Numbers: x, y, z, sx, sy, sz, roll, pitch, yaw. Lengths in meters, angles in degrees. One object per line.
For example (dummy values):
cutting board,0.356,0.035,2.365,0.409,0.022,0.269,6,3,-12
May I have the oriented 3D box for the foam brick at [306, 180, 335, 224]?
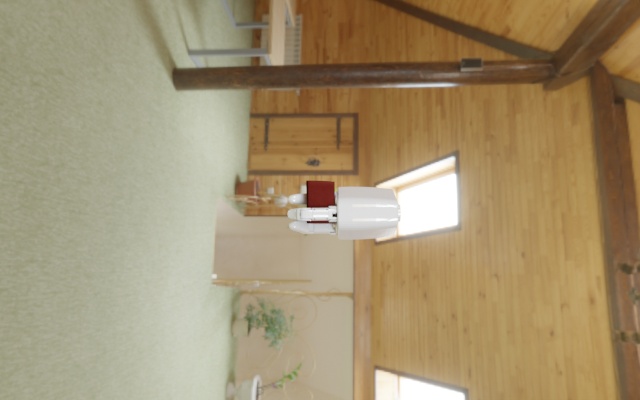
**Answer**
foam brick,0.000,0.003,0.873,0.051,0.078,0.053,-1,1,0
